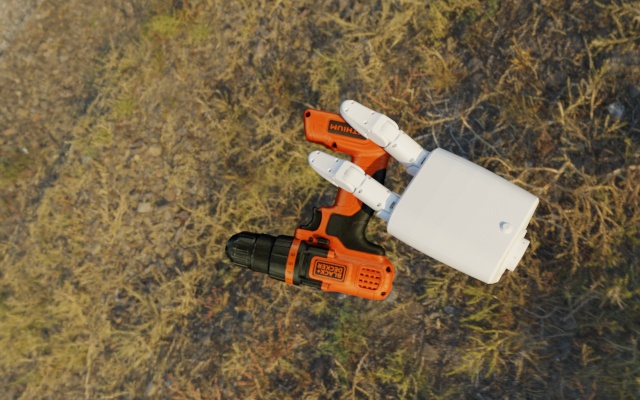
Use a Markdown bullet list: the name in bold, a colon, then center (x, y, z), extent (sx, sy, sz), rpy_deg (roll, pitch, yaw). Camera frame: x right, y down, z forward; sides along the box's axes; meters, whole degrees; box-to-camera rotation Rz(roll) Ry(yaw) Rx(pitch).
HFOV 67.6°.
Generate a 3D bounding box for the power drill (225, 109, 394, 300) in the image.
- **power drill**: center (0.000, 0.001, 0.515), extent (0.184, 0.187, 0.057), rpy_deg (12, 2, 5)
